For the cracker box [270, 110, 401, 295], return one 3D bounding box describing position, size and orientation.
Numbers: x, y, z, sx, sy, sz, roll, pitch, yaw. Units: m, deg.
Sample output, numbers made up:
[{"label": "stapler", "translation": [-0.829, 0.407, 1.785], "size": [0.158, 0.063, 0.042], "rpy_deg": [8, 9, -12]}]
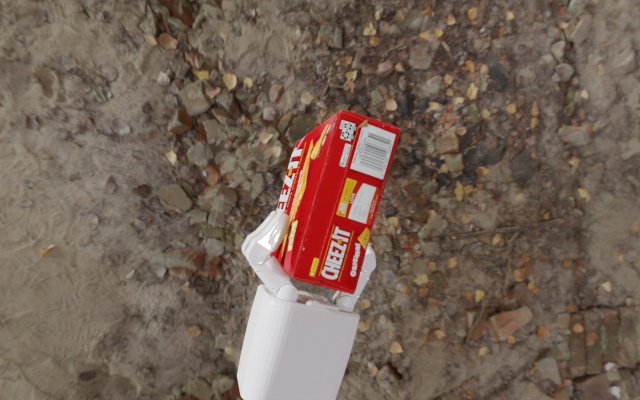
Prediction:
[{"label": "cracker box", "translation": [0.000, 0.002, 0.535], "size": [0.072, 0.164, 0.213], "rpy_deg": [17, -4, -13]}]
